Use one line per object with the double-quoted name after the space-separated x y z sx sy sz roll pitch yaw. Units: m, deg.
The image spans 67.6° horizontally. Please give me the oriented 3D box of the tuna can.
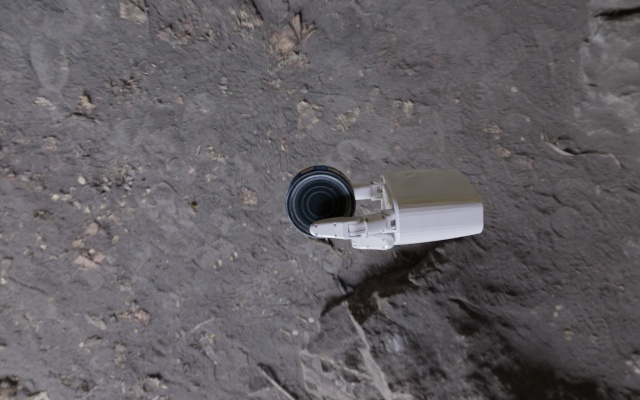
0.000 0.002 0.579 0.086 0.086 0.033 0 14 0 "tuna can"
